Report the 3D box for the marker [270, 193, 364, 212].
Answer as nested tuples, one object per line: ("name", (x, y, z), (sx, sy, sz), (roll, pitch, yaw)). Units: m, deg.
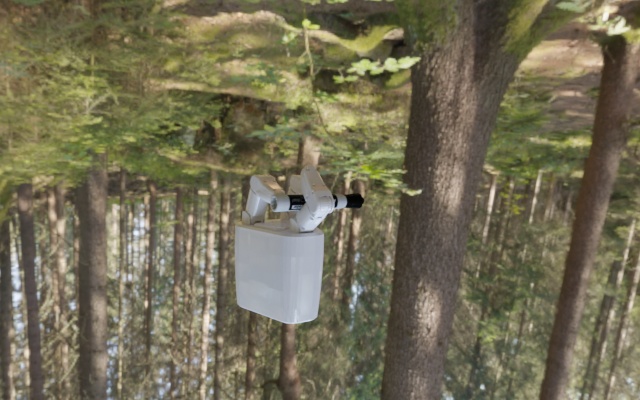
("marker", (0.000, 0.002, 0.553), (0.121, 0.020, 0.020), (-1, 1, -32))
